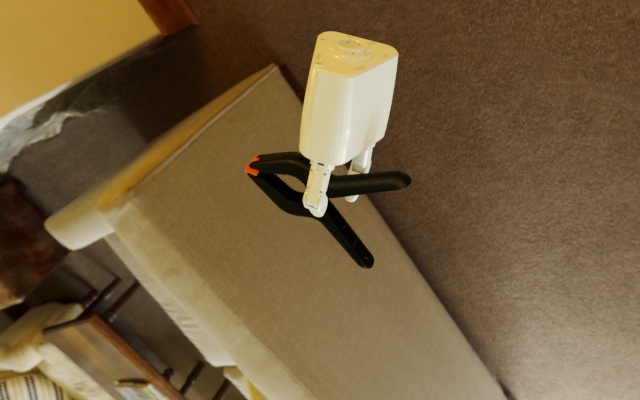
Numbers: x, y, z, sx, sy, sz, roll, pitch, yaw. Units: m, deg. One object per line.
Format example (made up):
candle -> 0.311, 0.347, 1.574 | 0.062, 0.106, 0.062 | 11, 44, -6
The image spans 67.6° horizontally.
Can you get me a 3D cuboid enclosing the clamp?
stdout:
clamp -> -0.001, 0.002, 0.620 | 0.210, 0.165, 0.036 | 19, 40, 13
